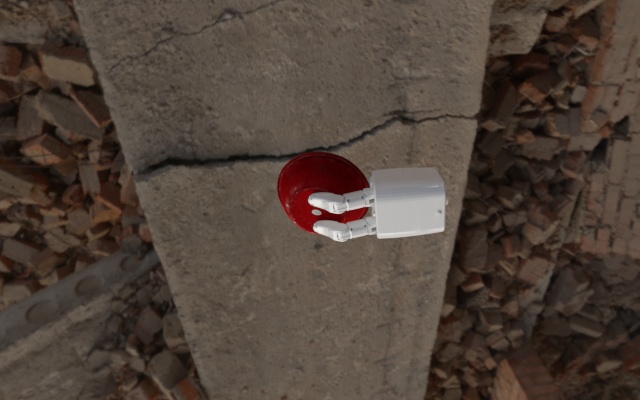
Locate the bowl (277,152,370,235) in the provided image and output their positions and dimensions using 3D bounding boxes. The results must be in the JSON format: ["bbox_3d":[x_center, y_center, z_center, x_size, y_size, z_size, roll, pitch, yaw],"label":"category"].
[{"bbox_3d":[-0.001,0.003,0.784,0.162,0.162,0.055,0,35,14],"label":"bowl"}]
